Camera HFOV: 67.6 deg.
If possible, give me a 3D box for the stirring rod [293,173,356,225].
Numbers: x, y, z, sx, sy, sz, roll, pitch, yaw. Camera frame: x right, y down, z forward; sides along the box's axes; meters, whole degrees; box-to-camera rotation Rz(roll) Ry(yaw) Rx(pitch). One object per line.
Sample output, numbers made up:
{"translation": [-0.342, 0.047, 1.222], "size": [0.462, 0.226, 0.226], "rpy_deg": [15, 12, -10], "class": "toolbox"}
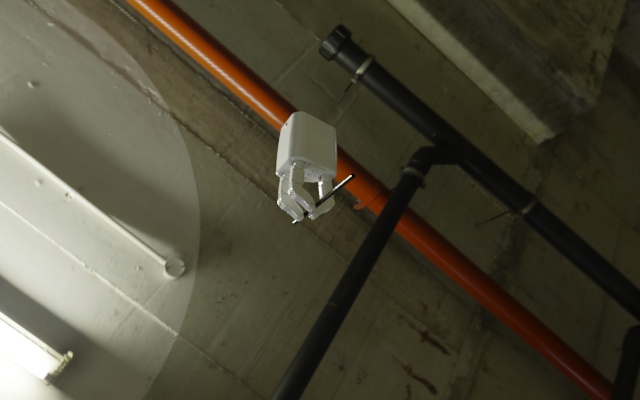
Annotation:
{"translation": [0.000, 0.003, 0.855], "size": [0.011, 0.011, 0.240], "rpy_deg": [0, -20, -27], "class": "stirring rod"}
